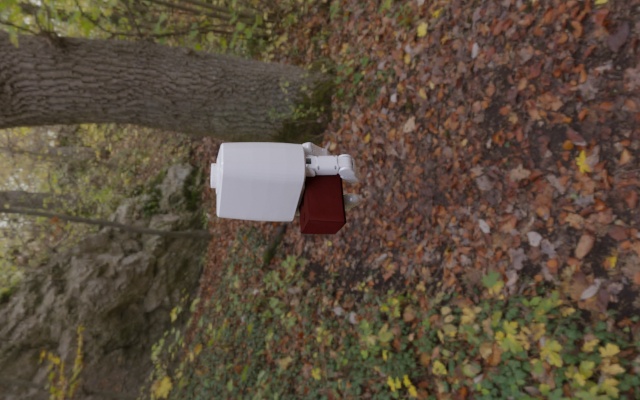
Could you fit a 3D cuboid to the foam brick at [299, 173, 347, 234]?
[{"bbox_3d":[0.000,0.002,0.643,0.051,0.078,0.053,2,-24,-15],"label":"foam brick"}]
